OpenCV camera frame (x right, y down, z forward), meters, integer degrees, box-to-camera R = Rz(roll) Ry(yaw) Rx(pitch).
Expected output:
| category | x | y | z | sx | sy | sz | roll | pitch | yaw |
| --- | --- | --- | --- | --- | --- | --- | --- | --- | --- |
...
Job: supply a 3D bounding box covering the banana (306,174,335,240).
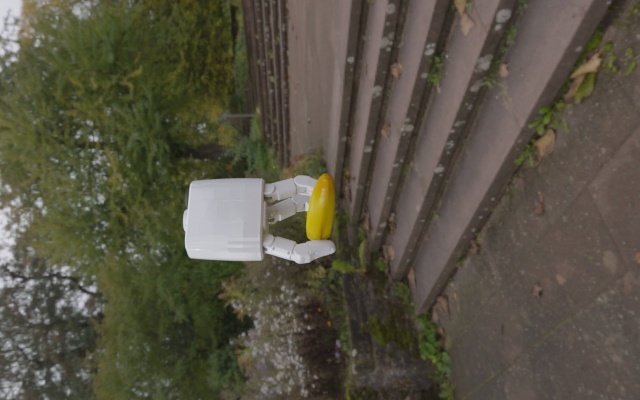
| category | x | y | z | sx | sy | sz | roll | pitch | yaw |
| --- | --- | --- | --- | --- | --- | --- | --- | --- | --- |
| banana | -0.001 | 0.021 | 0.673 | 0.037 | 0.069 | 0.198 | 3 | -13 | -1 |
